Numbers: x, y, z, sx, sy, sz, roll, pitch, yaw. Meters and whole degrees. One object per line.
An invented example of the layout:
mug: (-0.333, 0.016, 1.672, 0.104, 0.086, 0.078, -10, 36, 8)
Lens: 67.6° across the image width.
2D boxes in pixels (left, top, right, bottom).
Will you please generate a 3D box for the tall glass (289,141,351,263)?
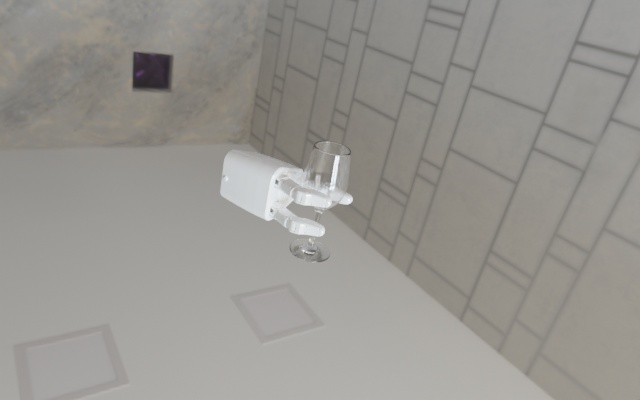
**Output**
tall glass: (0.000, 0.003, 0.814, 0.079, 0.201, 0.079, 11, 26, -5)
